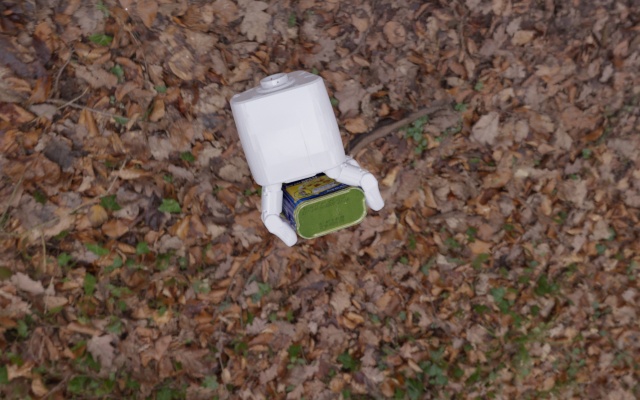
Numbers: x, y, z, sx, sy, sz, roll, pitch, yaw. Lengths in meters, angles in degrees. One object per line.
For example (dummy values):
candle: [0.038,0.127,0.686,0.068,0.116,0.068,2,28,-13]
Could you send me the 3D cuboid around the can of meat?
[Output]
can of meat: [0.000,0.002,0.626,0.102,0.057,0.084,-18,25,-15]
